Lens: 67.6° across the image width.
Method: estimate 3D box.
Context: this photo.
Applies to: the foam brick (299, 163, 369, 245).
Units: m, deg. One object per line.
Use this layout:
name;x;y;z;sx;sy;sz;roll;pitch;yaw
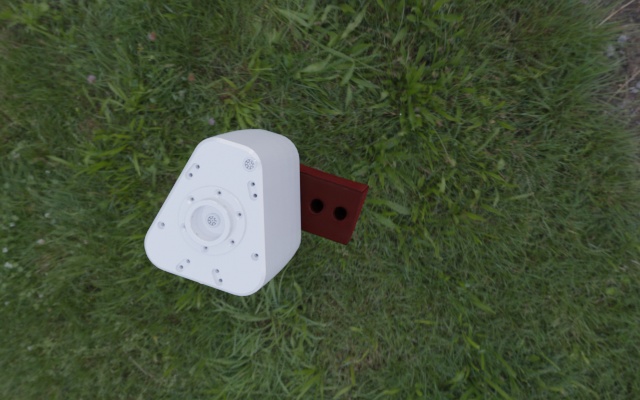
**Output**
foam brick;0.000;0.001;0.448;0.078;0.053;0.051;18;11;6
